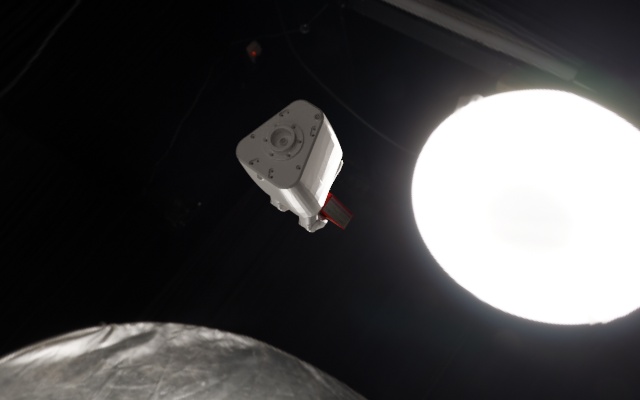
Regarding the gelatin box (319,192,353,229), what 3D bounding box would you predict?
[{"bbox_3d":[0.001,0.002,0.714,0.073,0.030,0.089,33,-4,33],"label":"gelatin box"}]
